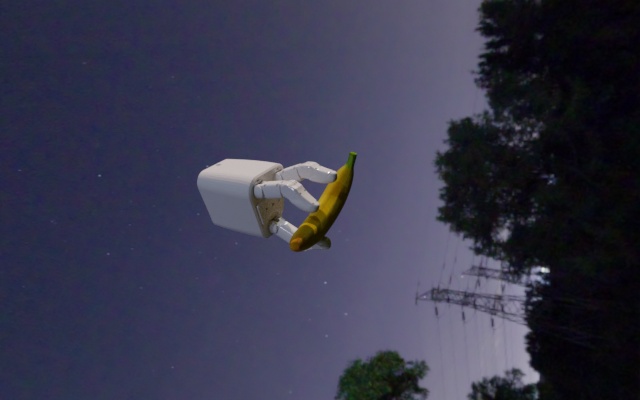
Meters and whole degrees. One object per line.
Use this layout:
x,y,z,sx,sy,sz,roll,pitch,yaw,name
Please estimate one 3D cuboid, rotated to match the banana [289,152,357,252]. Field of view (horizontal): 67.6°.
0.004,0.012,0.720,0.037,0.197,0.070,15,-36,23,banana
